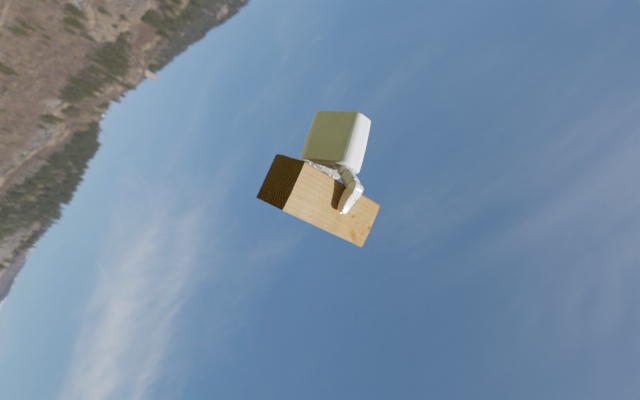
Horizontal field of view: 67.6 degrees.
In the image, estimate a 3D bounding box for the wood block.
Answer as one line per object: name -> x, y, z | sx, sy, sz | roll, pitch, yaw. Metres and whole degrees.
wood block -> 0.001, 0.003, 0.874 | 0.206, 0.090, 0.091 | 27, -4, -39
